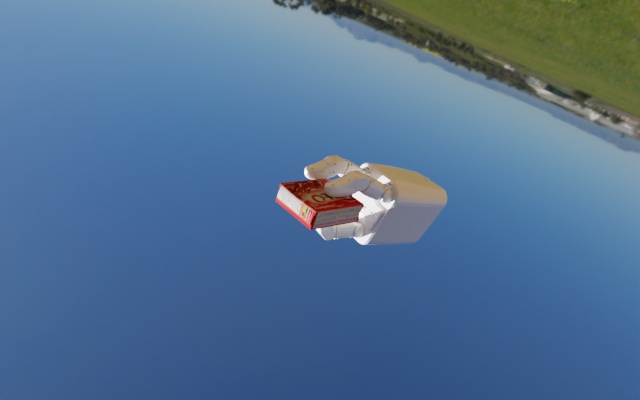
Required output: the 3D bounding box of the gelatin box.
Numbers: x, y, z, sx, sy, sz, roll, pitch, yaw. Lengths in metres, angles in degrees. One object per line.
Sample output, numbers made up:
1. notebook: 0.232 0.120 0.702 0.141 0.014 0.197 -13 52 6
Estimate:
1. gelatin box: 0.000 0.002 0.612 0.089 0.030 0.073 -8 35 -44
